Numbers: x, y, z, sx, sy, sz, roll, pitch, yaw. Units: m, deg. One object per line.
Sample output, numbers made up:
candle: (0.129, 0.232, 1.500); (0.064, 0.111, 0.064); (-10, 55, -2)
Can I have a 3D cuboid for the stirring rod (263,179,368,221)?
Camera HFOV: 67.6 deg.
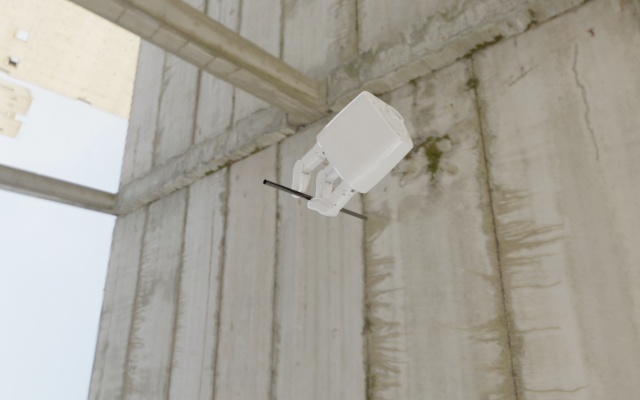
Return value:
stirring rod: (0.000, 0.003, 0.789); (0.011, 0.011, 0.239); (0, -15, 45)
